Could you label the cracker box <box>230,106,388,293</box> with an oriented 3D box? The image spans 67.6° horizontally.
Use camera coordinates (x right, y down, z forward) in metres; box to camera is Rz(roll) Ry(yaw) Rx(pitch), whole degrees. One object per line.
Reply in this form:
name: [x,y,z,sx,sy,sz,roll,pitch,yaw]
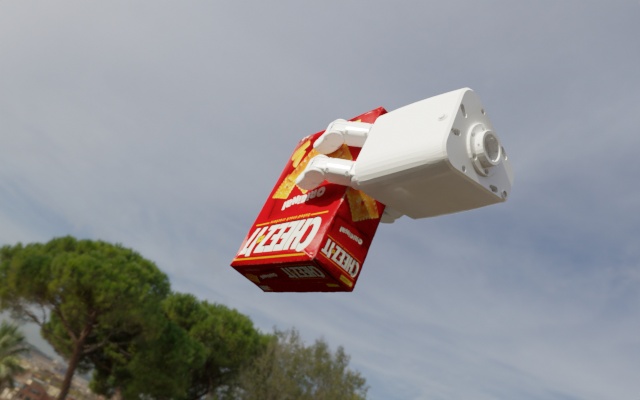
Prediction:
cracker box: [0.000,0.002,0.578,0.072,0.213,0.164,42,-33,-26]
